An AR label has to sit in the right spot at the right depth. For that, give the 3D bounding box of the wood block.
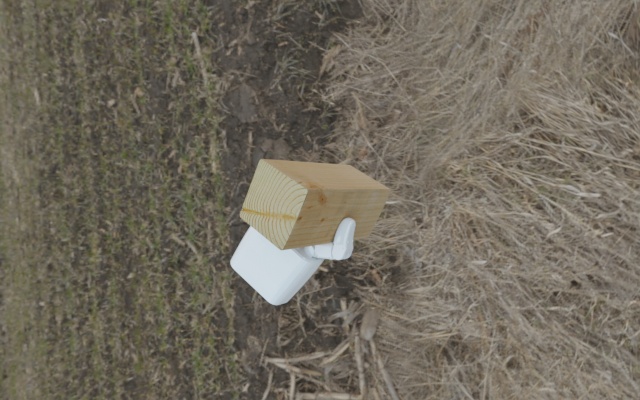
[{"bbox_3d":[0.000,0.003,0.685,0.090,0.090,0.206,35,21,31],"label":"wood block"}]
